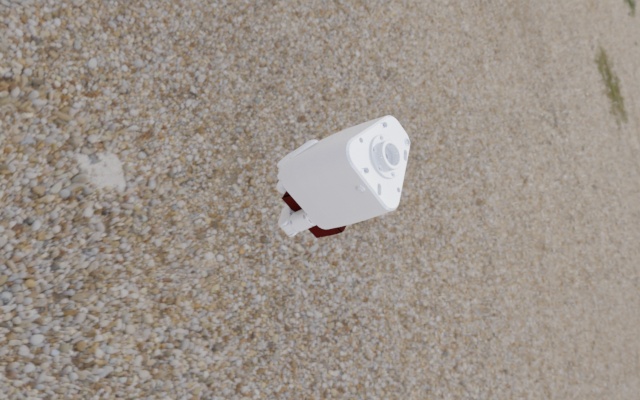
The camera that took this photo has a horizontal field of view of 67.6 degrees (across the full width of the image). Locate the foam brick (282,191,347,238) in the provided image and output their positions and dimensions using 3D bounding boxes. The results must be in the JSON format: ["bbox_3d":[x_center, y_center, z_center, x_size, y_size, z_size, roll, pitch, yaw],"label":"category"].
[{"bbox_3d":[0.000,0.002,0.616,0.051,0.078,0.053,-16,32,45],"label":"foam brick"}]
